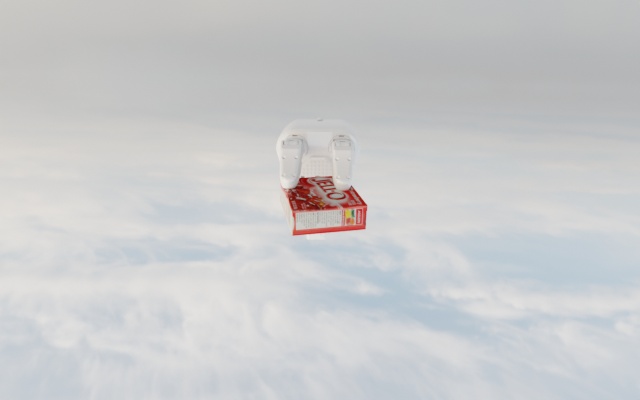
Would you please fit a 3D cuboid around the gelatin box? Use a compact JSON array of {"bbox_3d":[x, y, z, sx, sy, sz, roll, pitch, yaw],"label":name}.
[{"bbox_3d":[0.000,0.002,0.485,0.073,0.030,0.089,-4,24,-11],"label":"gelatin box"}]
